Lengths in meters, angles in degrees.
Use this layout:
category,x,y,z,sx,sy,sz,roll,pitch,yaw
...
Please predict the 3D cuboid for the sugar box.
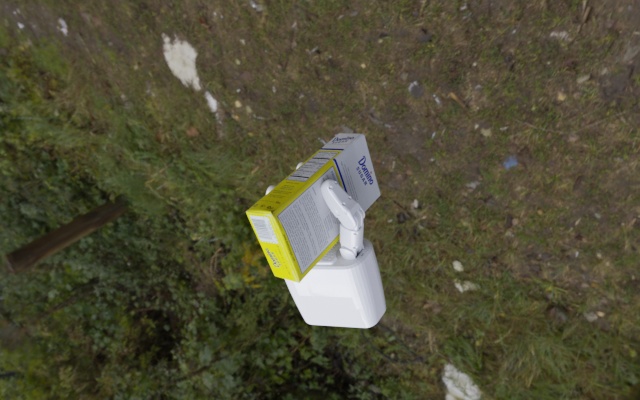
category,x,y,z,sx,sy,sz,roll,pitch,yaw
sugar box,0.000,0.002,0.557,0.048,0.093,0.176,6,37,38
